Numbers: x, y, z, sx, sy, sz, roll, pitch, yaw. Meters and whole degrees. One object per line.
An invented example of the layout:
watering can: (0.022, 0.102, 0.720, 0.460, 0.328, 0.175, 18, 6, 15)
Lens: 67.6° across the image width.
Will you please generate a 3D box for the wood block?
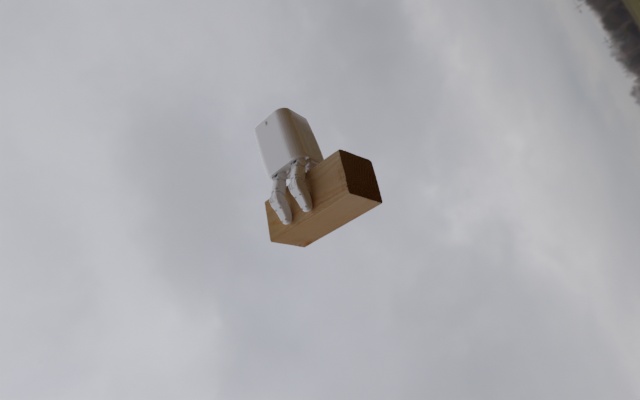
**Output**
wood block: (0.000, 0.003, 0.878, 0.091, 0.090, 0.206, 14, -35, -43)
